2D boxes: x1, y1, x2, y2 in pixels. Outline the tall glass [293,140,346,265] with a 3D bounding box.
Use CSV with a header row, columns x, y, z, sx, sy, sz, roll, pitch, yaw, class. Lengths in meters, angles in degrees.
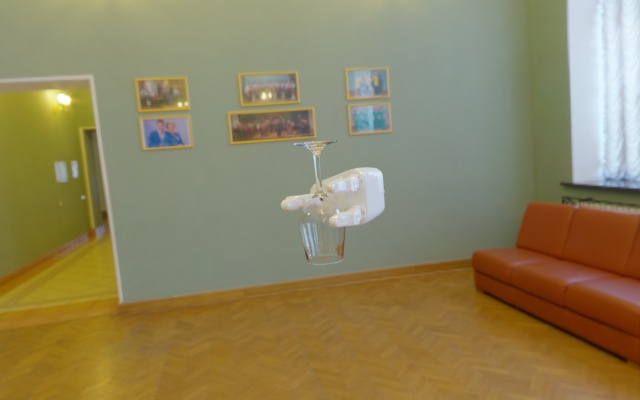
x,y,z,sx,sy,sz,roll,pitch,yaw,class
0.000,0.002,0.797,0.079,0.201,0.079,-4,6,0,tall glass
